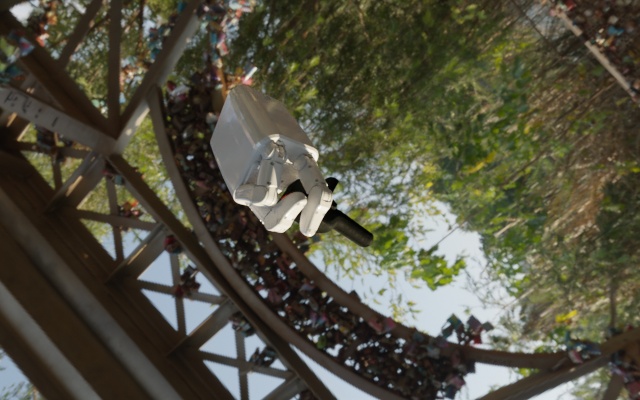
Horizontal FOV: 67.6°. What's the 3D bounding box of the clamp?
[{"bbox_3d":[0.000,0.003,0.644,0.039,0.120,0.171,-45,-35,17],"label":"clamp"}]
